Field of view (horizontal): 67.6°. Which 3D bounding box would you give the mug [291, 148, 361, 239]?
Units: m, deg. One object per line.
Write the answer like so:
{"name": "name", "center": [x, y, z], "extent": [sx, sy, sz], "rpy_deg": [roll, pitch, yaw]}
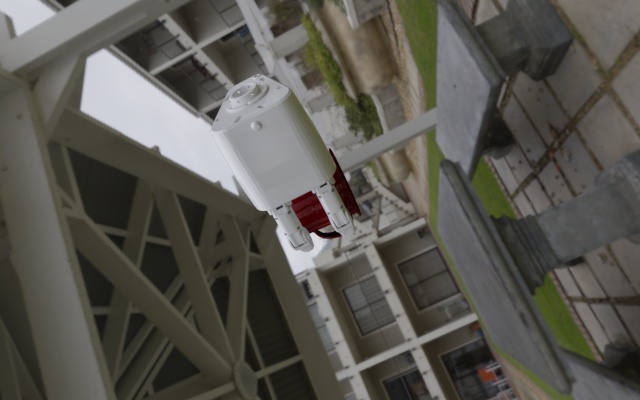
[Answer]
{"name": "mug", "center": [0.000, 0.003, 0.606], "extent": [0.081, 0.117, 0.093], "rpy_deg": [-25, 33, 6]}
